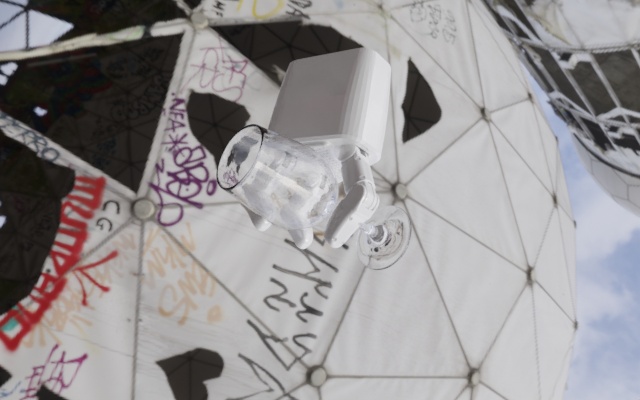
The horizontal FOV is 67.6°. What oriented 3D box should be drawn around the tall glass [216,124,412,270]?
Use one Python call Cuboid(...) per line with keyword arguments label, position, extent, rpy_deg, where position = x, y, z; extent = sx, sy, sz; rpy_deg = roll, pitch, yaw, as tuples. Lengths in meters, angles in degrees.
Cuboid(label="tall glass", position=(0.001, 0.002, 0.459), extent=(0.201, 0.079, 0.079), rpy_deg=(29, -19, -38))
